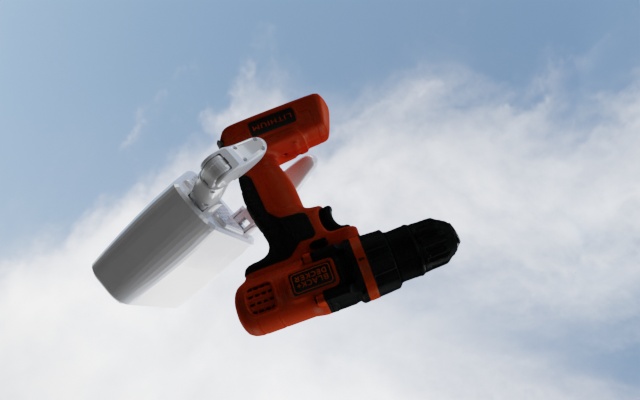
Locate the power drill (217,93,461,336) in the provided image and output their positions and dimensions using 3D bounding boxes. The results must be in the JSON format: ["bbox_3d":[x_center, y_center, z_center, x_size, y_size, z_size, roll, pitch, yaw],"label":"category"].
[{"bbox_3d":[0.000,0.001,0.407,0.184,0.187,0.057,-20,-27,-1],"label":"power drill"}]
